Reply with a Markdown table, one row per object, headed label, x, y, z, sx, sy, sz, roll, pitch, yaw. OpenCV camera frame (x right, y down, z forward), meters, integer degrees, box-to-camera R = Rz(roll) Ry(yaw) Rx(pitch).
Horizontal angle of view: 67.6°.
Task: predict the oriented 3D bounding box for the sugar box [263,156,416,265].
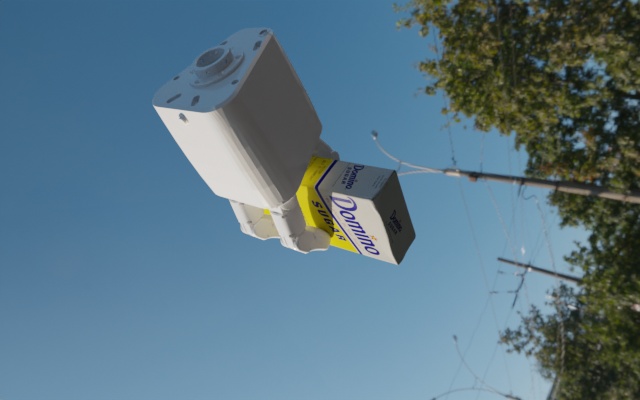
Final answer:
| label | x | y | z | sx | sy | sz | roll | pitch | yaw |
| --- | --- | --- | --- | --- | --- | --- | --- | --- | --- |
| sugar box | 0.000 | 0.002 | 0.476 | 0.176 | 0.048 | 0.093 | 15 | -35 | 38 |
